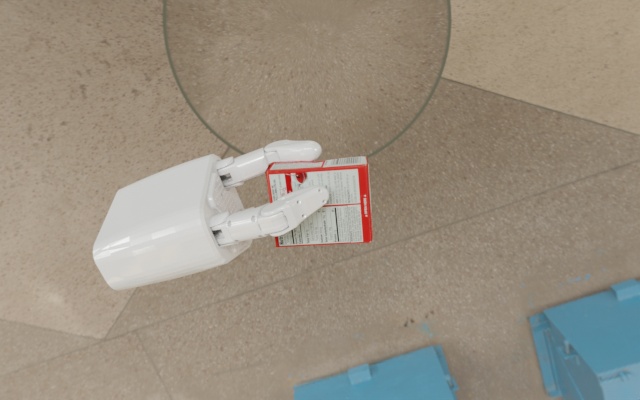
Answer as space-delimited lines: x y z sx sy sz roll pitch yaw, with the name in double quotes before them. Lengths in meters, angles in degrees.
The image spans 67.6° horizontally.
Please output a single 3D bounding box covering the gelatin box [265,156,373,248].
"gelatin box" 0.000 0.002 0.423 0.089 0.073 0.030 -3 21 7
